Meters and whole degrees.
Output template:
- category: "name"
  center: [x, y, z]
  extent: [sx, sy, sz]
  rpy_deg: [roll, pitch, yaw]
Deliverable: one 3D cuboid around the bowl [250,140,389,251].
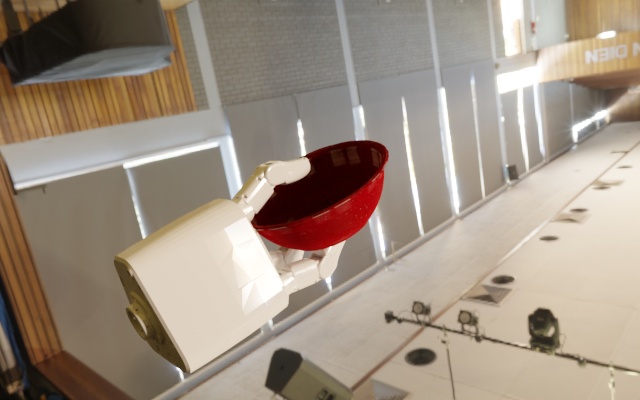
- category: "bowl"
  center: [0.001, 0.001, 0.481]
  extent: [0.162, 0.055, 0.162]
  rpy_deg: [-21, 24, 10]
